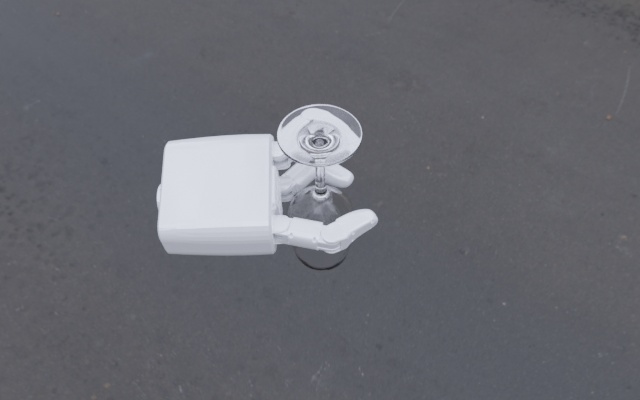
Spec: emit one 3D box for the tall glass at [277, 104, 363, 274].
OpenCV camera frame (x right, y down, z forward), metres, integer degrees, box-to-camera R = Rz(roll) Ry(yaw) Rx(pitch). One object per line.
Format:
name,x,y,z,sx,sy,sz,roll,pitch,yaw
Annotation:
tall glass,0.000,0.001,0.490,0.079,0.079,0.201,0,-37,1
